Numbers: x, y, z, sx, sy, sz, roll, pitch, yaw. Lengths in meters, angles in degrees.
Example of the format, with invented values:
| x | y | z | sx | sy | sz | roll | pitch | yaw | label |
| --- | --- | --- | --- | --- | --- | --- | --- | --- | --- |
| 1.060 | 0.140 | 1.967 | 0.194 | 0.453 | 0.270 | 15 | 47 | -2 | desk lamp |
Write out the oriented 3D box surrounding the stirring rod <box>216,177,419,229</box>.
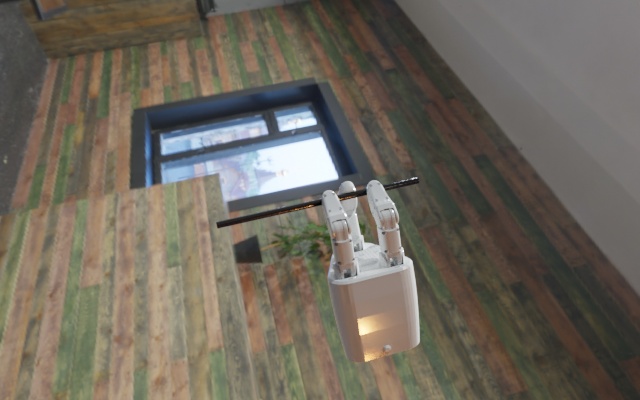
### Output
| x | y | z | sx | sy | sz | roll | pitch | yaw | label |
| --- | --- | --- | --- | --- | --- | --- | --- | --- | --- |
| 0.000 | 0.002 | 0.552 | 0.239 | 0.011 | 0.011 | -13 | 2 | -8 | stirring rod |
